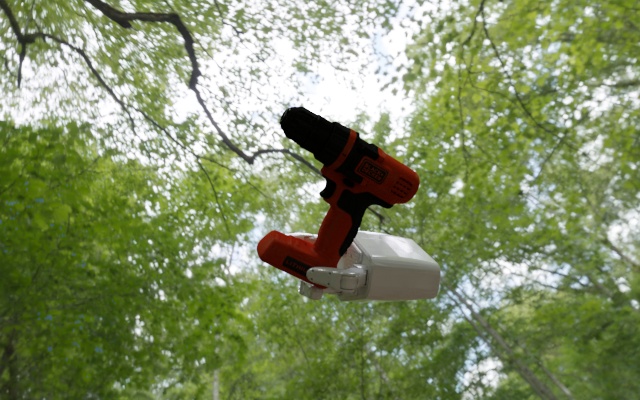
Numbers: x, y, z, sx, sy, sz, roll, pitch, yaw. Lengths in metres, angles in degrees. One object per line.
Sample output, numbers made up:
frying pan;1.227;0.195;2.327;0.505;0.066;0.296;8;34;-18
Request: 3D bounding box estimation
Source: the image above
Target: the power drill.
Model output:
power drill;0.000;0.002;0.572;0.184;0.188;0.057;29;17;-15
